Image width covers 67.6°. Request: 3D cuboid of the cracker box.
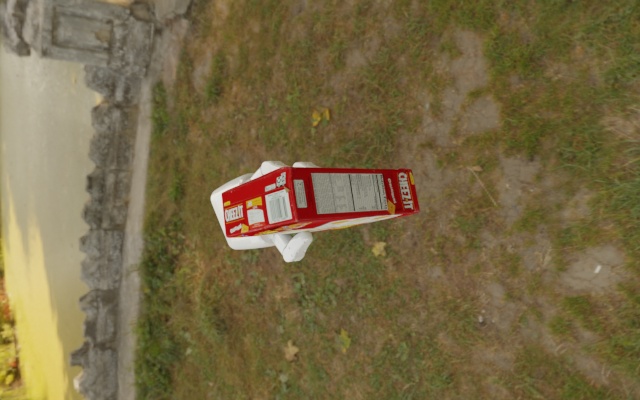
[{"bbox_3d":[0.000,0.002,0.647,0.213,0.072,0.164,-3,-8,-40],"label":"cracker box"}]
